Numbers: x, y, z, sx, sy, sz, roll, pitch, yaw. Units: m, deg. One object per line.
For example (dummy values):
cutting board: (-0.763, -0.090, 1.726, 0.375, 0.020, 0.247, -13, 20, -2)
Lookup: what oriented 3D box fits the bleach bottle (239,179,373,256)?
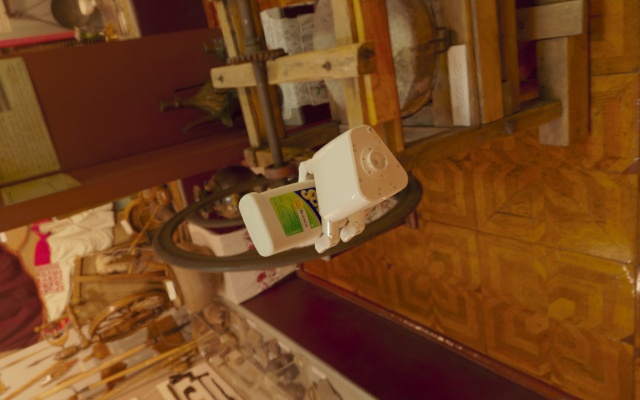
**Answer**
bleach bottle: (0.000, 0.003, 0.784, 0.251, 0.102, 0.068, -21, -3, -32)
